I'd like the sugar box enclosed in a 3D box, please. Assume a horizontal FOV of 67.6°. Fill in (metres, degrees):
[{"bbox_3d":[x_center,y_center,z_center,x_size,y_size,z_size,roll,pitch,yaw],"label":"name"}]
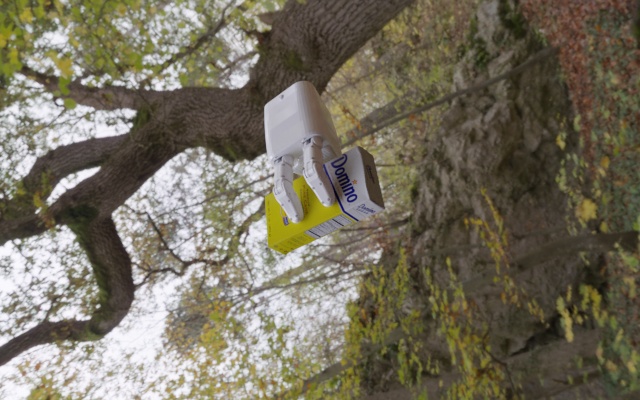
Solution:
[{"bbox_3d":[0.000,0.002,0.679,0.176,0.093,0.048,-29,-38,29],"label":"sugar box"}]
